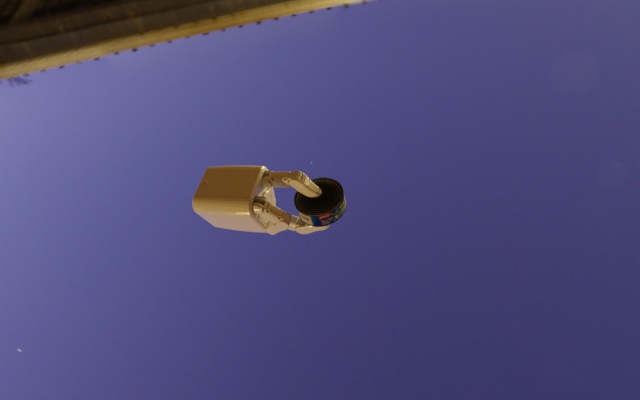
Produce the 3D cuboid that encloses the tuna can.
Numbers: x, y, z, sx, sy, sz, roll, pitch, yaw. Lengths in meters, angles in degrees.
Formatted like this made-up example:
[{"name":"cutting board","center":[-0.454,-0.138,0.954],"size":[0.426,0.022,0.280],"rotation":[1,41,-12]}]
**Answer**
[{"name":"tuna can","center":[0.000,0.003,0.806],"size":[0.086,0.086,0.034],"rotation":[0,-42,17]}]
